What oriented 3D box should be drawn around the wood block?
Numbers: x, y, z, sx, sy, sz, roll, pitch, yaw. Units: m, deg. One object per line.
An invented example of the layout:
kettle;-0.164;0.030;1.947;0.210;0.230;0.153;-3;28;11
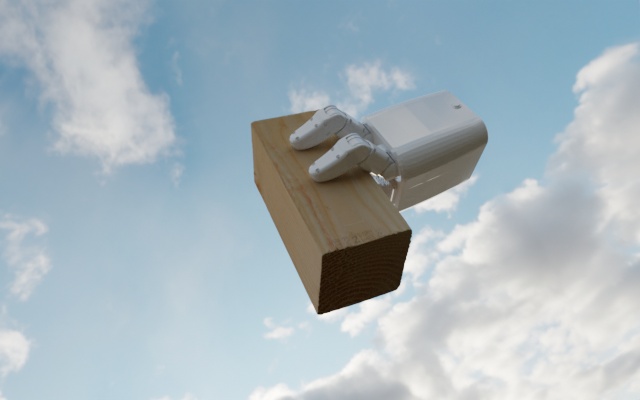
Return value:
wood block;0.000;0.002;0.500;0.090;0.091;0.206;-14;45;-17
